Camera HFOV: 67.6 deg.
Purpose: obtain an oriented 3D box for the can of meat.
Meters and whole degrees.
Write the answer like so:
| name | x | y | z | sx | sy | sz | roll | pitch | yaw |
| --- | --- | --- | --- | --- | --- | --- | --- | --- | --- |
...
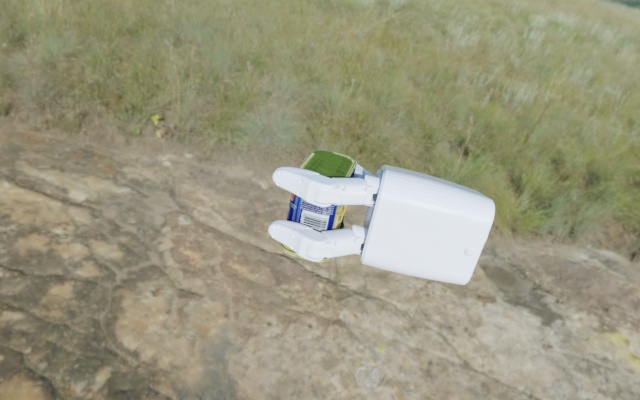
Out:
| name | x | y | z | sx | sy | sz | roll | pitch | yaw |
| --- | --- | --- | --- | --- | --- | --- | --- | --- | --- |
| can of meat | 0.000 | 0.001 | 0.503 | 0.057 | 0.084 | 0.102 | 15 | 26 | 7 |
